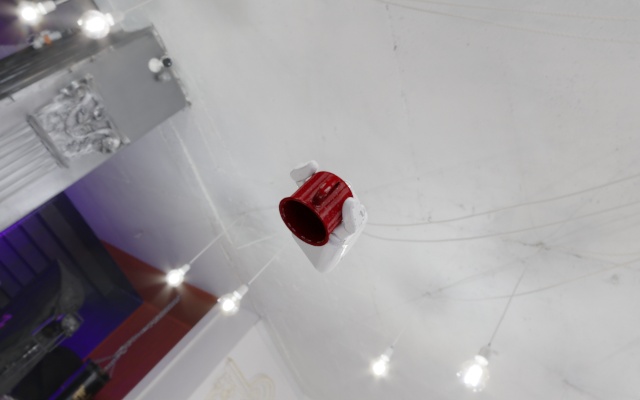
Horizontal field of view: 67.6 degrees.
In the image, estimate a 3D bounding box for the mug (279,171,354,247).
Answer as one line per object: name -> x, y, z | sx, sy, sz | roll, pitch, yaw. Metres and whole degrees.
mug -> 0.000, 0.001, 0.714 | 0.093, 0.081, 0.117 | 37, -34, 10
